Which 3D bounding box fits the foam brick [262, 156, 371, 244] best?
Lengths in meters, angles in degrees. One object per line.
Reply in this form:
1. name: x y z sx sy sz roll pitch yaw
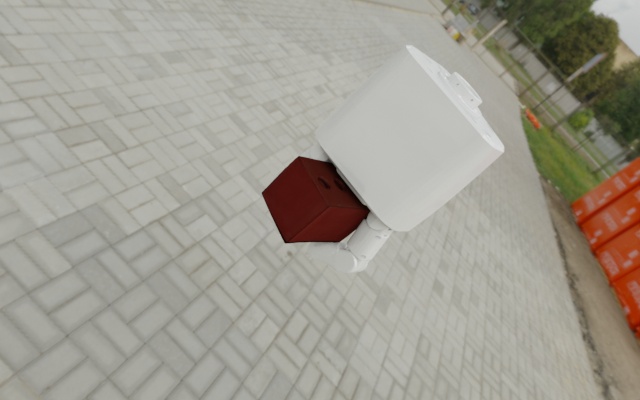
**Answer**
1. foam brick: 0.000 0.001 0.406 0.051 0.053 0.078 -42 -26 27
